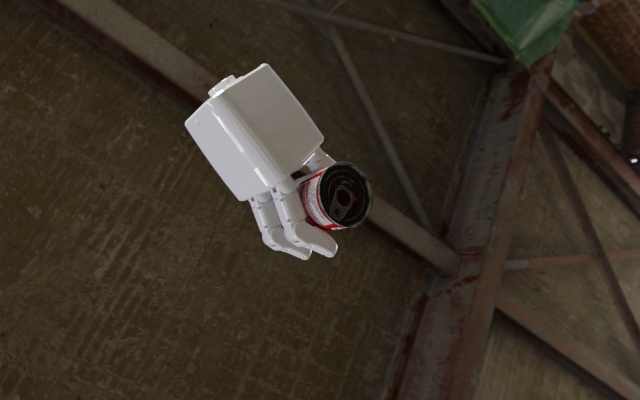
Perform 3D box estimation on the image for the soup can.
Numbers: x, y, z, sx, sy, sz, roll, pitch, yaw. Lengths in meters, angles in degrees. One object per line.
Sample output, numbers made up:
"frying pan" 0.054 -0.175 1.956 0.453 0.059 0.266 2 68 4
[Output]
"soup can" 0.000 0.002 0.526 0.068 0.068 0.102 0 -9 -33
